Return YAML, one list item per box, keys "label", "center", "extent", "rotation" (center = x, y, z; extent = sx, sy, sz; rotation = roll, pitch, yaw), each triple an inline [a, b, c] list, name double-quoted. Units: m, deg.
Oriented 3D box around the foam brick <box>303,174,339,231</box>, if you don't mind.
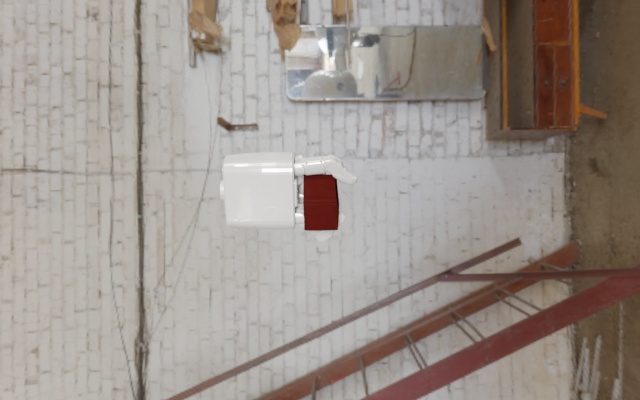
- label: "foam brick"
  center: [0.000, 0.002, 0.714]
  extent: [0.051, 0.053, 0.078]
  rotation: [-1, 34, -1]
